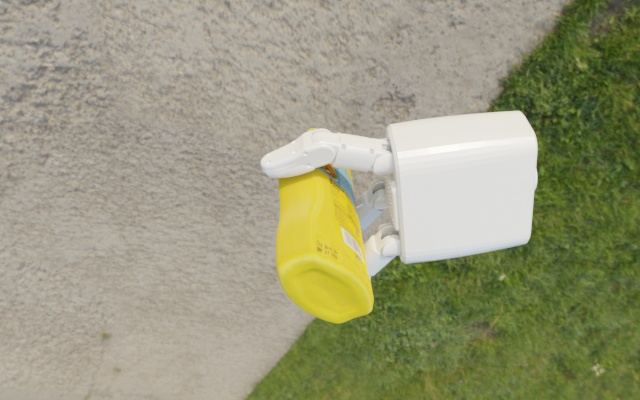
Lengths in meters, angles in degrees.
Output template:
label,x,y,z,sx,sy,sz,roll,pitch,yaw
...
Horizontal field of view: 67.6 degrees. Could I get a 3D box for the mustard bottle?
label,x,y,z,sx,sy,sz,roll,pitch,yaw
mustard bottle,0.000,0.002,0.415,0.058,0.191,0.096,-25,-48,20
